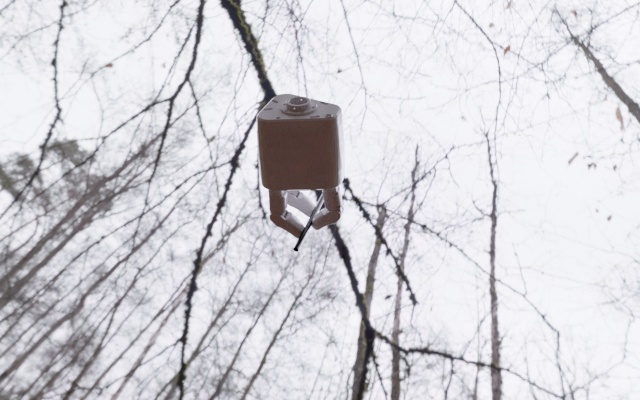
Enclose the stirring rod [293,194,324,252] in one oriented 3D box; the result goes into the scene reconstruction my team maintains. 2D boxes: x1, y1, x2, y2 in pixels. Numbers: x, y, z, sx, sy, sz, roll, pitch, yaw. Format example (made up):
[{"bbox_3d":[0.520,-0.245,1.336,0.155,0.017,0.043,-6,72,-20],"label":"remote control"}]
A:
[{"bbox_3d":[0.000,0.003,0.763,0.011,0.011,0.239,0,34,20],"label":"stirring rod"}]
